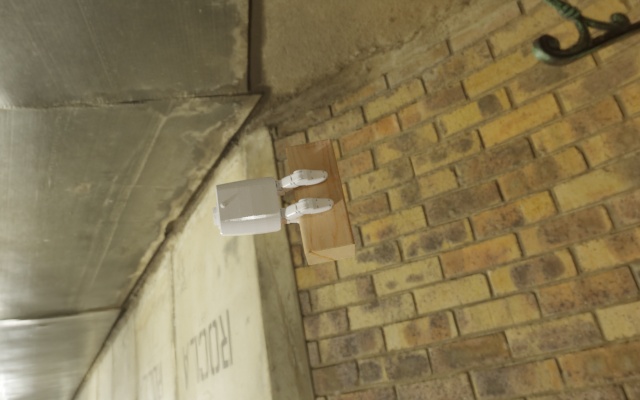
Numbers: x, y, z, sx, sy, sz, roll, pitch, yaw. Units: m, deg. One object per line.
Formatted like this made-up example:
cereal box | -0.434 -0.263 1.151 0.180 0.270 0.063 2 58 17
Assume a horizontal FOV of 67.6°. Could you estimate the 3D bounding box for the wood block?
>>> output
wood block | 0.000 0.003 0.883 0.090 0.206 0.091 -11 -21 -1
